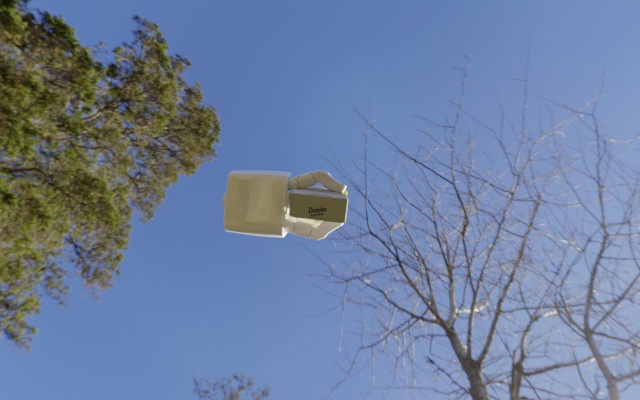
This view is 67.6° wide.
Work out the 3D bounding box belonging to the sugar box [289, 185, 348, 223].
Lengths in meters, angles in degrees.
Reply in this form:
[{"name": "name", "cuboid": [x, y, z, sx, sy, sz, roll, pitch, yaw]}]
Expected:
[{"name": "sugar box", "cuboid": [0.000, 0.003, 0.838, 0.093, 0.048, 0.176, 7, 9, 2]}]
